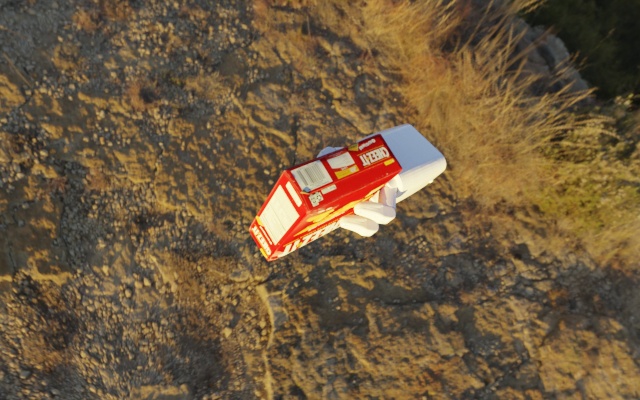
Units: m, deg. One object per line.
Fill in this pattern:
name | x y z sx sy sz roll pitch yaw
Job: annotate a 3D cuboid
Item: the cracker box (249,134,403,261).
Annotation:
cracker box | 0.000 0.002 0.712 0.164 0.072 0.214 -24 -13 -29
